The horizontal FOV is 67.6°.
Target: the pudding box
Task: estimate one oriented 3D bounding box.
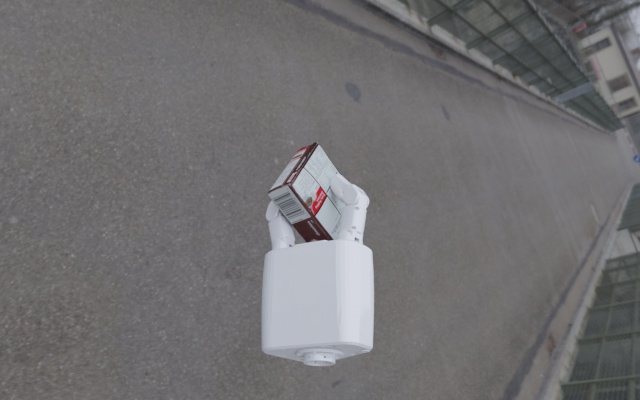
[{"bbox_3d":[0.000,0.002,0.564,0.039,0.113,0.090,-19,28,36],"label":"pudding box"}]
